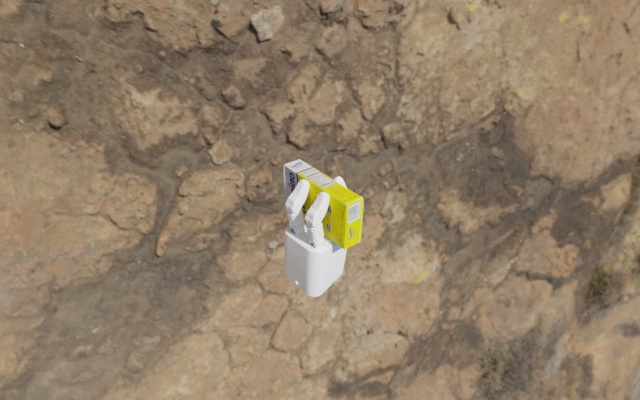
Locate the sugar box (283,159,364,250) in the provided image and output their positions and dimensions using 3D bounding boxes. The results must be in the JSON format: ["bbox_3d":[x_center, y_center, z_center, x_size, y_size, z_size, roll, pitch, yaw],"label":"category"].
[{"bbox_3d":[0.000,0.003,0.847,0.048,0.093,0.176,-24,39,-35],"label":"sugar box"}]
